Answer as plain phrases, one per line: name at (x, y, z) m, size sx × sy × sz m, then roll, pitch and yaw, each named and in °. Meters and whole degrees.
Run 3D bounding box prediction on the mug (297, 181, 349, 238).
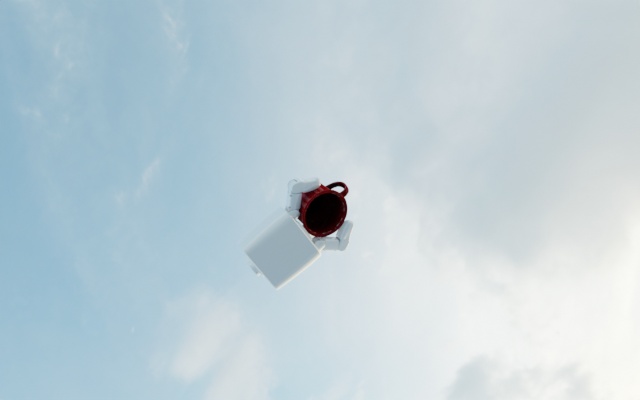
mug at (0.001, 0.002, 0.897) m, size 0.117 × 0.093 × 0.081 m, roll -39°, pitch 34°, yaw -9°
